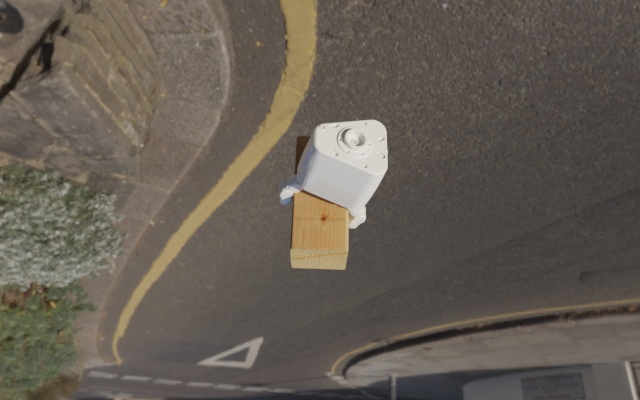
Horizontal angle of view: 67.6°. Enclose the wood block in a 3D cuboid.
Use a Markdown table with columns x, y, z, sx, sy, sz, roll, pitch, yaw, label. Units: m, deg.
| x | y | z | sx | sy | sz | roll | pitch | yaw | label |
| --- | --- | --- | --- | --- | --- | --- | --- | --- | --- |
| 0.000 | 0.003 | 0.803 | 0.091 | 0.206 | 0.090 | 2 | -27 | 0 | wood block |
